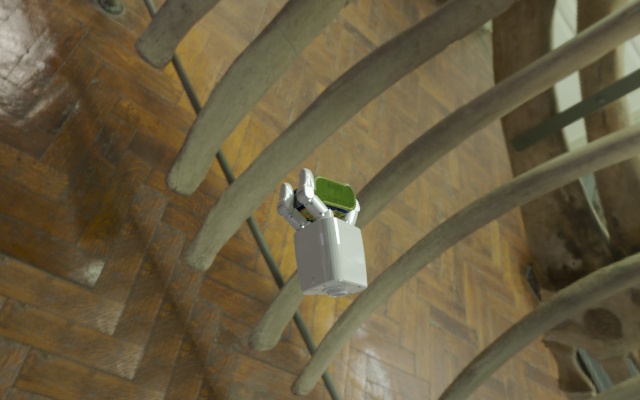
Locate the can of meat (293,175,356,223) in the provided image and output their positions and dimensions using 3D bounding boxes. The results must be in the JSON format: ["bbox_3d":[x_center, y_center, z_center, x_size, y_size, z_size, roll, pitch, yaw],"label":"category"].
[{"bbox_3d":[0.000,0.003,0.844,0.102,0.057,0.084,16,-32,-37],"label":"can of meat"}]
